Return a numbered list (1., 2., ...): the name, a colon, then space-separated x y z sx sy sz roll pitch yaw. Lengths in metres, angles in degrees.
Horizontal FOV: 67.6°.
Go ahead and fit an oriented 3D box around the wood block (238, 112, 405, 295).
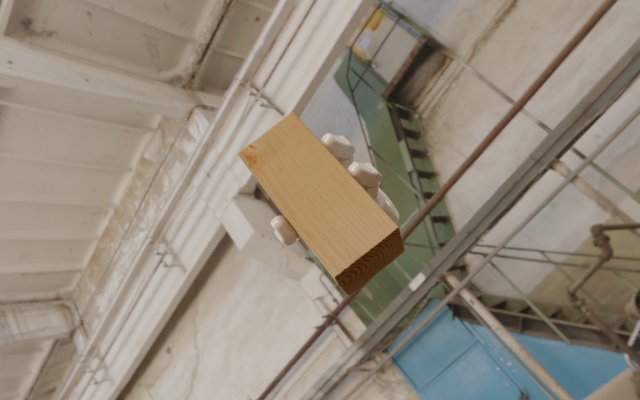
1. wood block: 0.000 0.002 0.589 0.091 0.206 0.090 -38 -27 -4
